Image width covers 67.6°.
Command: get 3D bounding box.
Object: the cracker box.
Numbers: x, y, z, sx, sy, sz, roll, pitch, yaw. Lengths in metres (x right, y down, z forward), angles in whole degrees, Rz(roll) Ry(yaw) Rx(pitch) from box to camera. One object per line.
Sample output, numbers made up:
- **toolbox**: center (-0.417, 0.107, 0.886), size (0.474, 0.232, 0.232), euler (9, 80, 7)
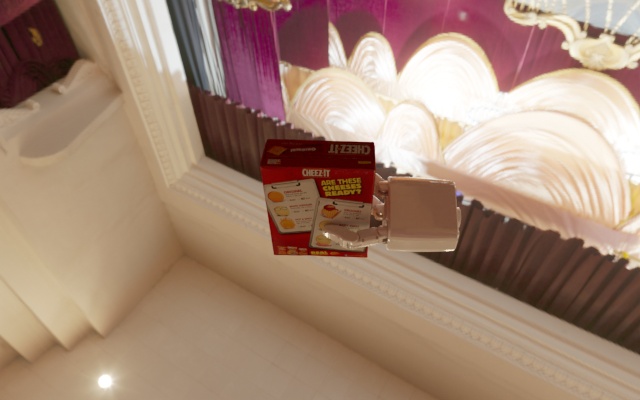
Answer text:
- **cracker box**: center (0.000, 0.003, 0.760), size (0.164, 0.072, 0.214), euler (2, -42, 3)
